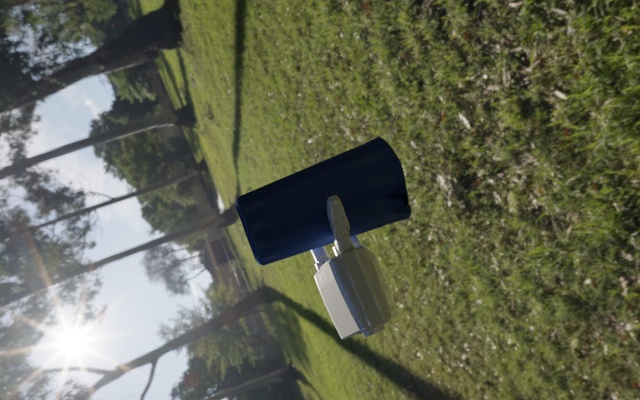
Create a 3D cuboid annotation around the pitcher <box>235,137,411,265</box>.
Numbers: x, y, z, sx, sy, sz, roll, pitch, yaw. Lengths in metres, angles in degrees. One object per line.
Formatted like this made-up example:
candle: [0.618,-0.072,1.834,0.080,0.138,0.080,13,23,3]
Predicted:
pitcher: [0.000,0.003,0.723,0.243,0.145,0.149,-20,-17,-9]
